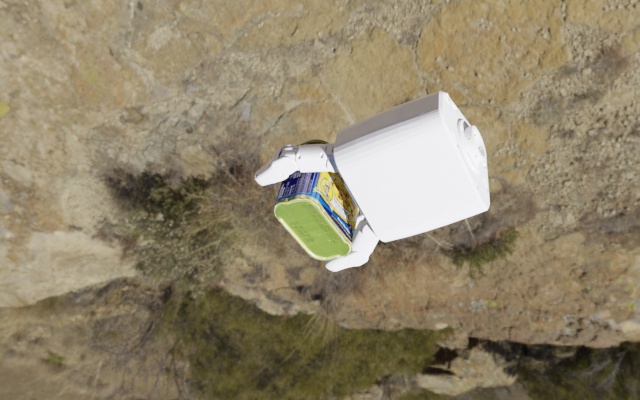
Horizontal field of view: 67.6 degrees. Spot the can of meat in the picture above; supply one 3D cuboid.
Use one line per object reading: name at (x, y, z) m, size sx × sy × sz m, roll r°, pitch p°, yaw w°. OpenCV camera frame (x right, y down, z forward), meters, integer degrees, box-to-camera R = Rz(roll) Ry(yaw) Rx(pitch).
can of meat at (0.000, 0.002, 0.508) m, size 0.057 × 0.084 × 0.102 m, roll -16°, pitch -50°, yaw 29°
